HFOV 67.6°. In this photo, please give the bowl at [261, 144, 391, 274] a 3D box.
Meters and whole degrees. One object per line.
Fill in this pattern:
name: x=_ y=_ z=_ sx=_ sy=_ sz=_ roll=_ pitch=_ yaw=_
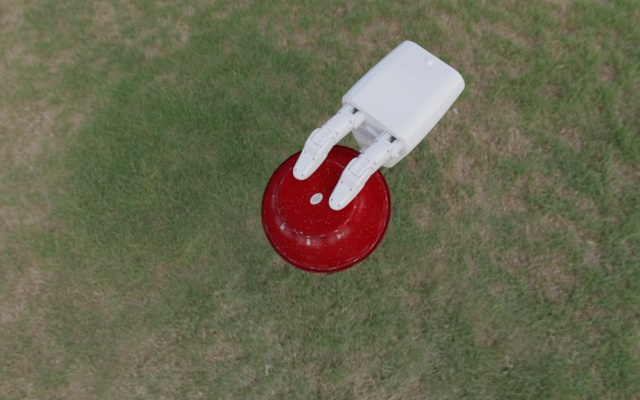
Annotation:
bowl: x=-0.001 y=0.003 z=0.555 sx=0.162 sy=0.162 sz=0.055 roll=0 pitch=-13 yaw=12
